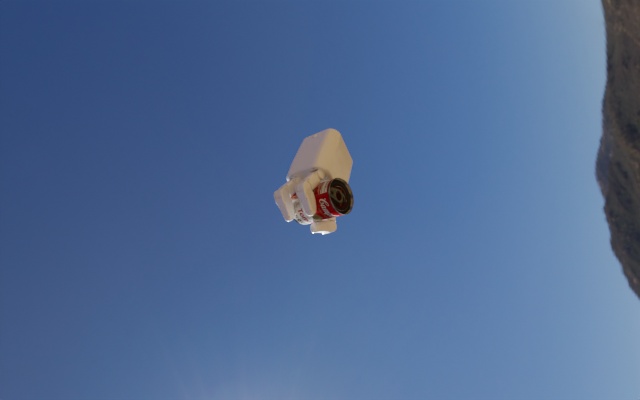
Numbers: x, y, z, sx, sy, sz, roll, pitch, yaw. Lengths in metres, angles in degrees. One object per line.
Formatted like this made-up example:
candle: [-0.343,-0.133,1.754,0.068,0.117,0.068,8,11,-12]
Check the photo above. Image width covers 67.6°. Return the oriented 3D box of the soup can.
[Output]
soup can: [0.000,0.003,0.877,0.102,0.068,0.068,-16,-10,39]
